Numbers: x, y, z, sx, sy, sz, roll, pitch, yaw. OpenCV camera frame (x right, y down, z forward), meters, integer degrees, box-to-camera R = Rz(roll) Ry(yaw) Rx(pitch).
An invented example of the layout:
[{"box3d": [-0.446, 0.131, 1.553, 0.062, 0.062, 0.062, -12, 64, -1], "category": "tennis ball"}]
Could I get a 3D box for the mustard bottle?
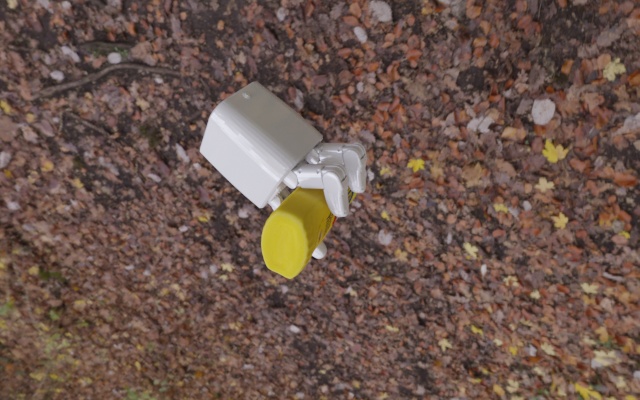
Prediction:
[{"box3d": [0.000, 0.002, 0.582, 0.058, 0.096, 0.191, 23, 40, 15], "category": "mustard bottle"}]
